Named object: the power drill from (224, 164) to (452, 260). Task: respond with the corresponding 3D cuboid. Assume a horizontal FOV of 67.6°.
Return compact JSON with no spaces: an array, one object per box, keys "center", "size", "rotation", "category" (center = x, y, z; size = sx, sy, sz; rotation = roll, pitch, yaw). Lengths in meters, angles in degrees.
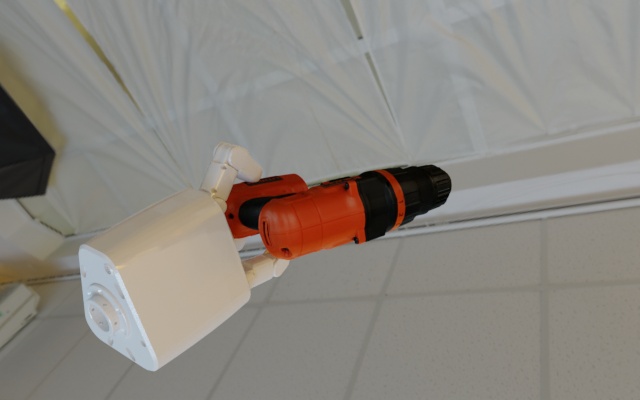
[{"center":[0.000,0.002,0.441],"size":[0.184,0.057,0.187],"rotation":[-13,6,-32],"category":"power drill"}]
